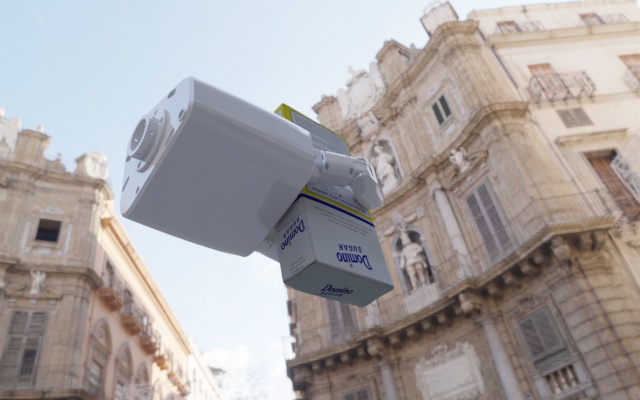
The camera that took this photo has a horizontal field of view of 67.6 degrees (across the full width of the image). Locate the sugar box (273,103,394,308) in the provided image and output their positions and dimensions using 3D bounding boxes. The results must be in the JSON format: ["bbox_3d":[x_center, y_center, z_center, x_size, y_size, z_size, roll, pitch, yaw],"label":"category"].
[{"bbox_3d":[0.000,0.002,0.426,0.093,0.176,0.048,24,-49,-37],"label":"sugar box"}]
